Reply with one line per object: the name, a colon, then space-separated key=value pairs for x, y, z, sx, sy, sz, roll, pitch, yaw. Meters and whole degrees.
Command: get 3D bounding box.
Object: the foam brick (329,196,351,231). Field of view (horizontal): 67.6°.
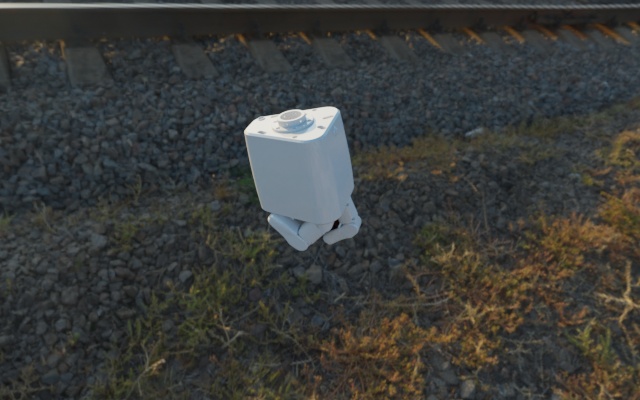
foam brick: x=0.000 y=0.002 z=0.648 sx=0.053 sy=0.051 sz=0.078 roll=-17 pitch=27 yaw=29
